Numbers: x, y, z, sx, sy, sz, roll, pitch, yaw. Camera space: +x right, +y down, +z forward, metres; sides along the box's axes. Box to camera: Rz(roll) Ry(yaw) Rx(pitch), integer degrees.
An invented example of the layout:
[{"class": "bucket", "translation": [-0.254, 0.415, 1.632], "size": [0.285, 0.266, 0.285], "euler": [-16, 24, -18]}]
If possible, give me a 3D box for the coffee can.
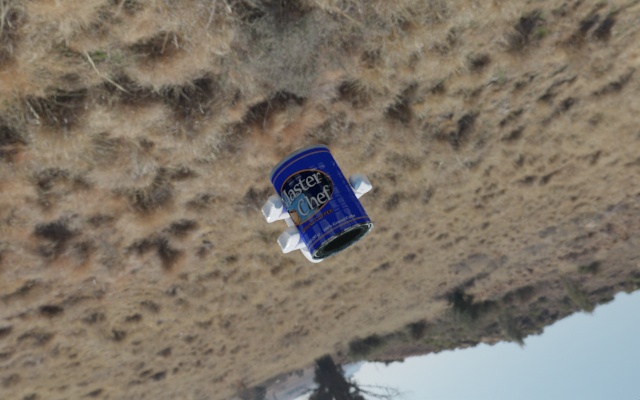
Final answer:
[{"class": "coffee can", "translation": [0.000, 0.002, 0.707], "size": [0.103, 0.140, 0.103], "euler": [-26, -18, -9]}]
